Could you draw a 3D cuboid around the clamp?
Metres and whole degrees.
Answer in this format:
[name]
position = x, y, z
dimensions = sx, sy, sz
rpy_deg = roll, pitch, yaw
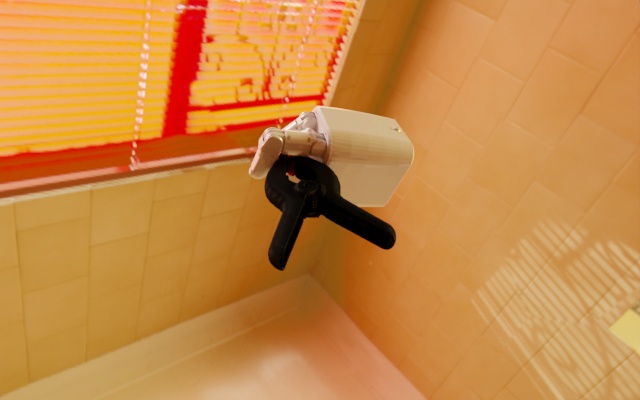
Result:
[clamp]
position = 0.000, 0.002, 0.481
dimensions = 0.120, 0.039, 0.171
rpy_deg = 1, 39, -15
